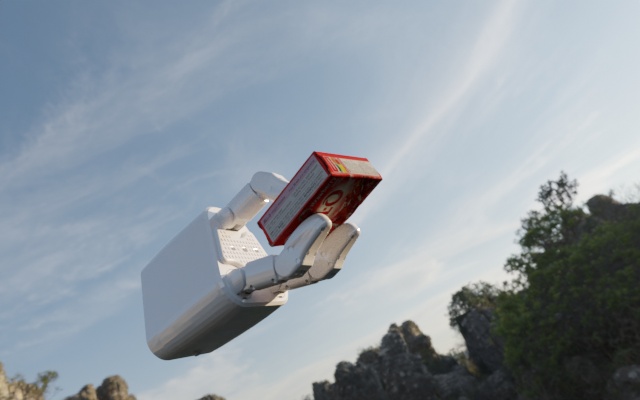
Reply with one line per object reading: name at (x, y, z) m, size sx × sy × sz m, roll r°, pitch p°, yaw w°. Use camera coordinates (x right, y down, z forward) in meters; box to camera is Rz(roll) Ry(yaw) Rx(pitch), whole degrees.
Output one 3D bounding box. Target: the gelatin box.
gelatin box at (0.000, 0.001, 0.408) m, size 0.073 × 0.030 × 0.089 m, roll 1°, pitch -44°, yaw -50°
